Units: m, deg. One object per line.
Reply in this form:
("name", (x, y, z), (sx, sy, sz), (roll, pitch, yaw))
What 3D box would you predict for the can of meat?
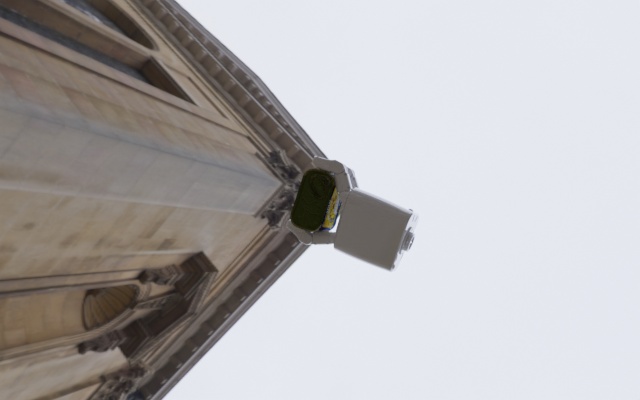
("can of meat", (0.000, 0.003, 0.820), (0.057, 0.102, 0.084), (18, 2, 21))
